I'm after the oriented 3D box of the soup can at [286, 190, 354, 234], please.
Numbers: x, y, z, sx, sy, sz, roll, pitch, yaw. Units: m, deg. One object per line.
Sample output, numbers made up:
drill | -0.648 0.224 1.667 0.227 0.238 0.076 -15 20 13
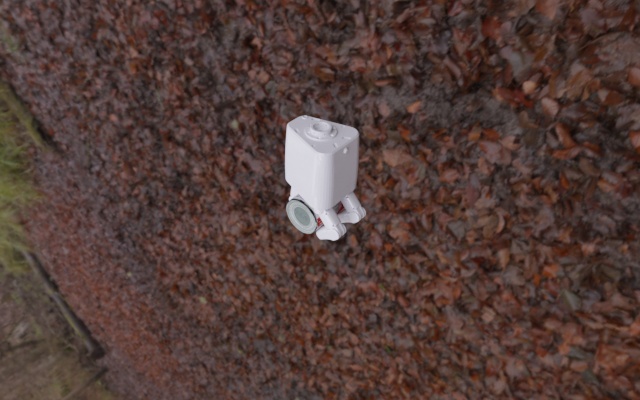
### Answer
soup can | 0.000 0.003 0.812 0.068 0.068 0.102 0 29 47
